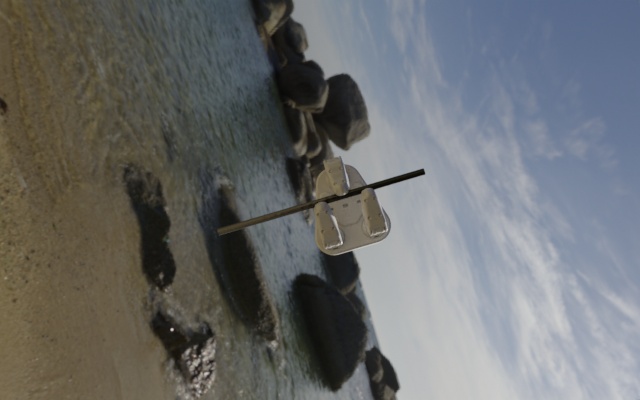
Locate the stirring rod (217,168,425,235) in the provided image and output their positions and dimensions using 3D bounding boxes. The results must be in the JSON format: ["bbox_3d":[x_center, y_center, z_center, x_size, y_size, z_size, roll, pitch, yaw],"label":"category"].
[{"bbox_3d":[0.000,0.002,0.536,0.239,0.011,0.011,-16,-1,2],"label":"stirring rod"}]
